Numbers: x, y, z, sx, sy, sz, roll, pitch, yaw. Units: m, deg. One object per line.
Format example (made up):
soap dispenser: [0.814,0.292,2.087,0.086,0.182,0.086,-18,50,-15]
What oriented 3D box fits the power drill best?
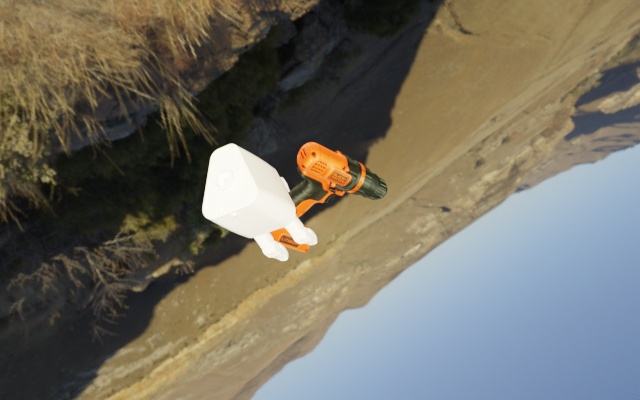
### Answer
power drill: [0.000,0.003,0.800,0.184,0.188,0.057,24,28,-35]
